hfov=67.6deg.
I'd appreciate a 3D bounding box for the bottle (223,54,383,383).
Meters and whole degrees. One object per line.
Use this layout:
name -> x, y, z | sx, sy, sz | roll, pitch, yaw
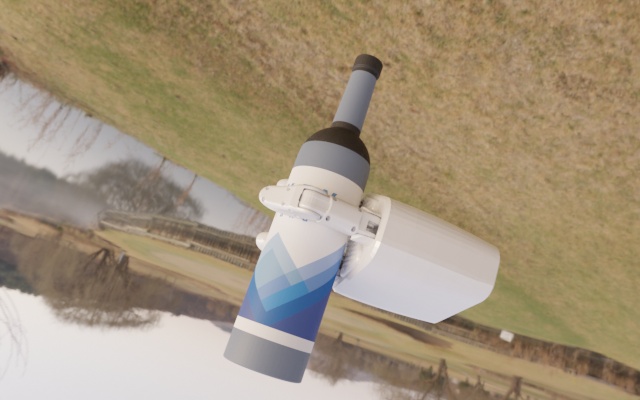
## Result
bottle -> 0.000, 0.002, 0.420 | 0.069, 0.295, 0.069 | 18, -15, 5
